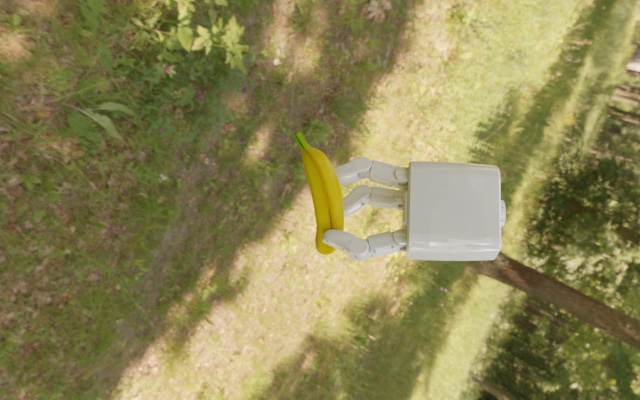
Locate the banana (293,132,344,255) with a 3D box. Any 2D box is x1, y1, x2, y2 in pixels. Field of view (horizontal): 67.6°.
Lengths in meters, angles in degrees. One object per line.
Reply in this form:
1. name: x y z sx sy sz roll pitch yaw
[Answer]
1. banana: 0.006 0.010 0.603 0.037 0.198 0.069 -17 39 -11
